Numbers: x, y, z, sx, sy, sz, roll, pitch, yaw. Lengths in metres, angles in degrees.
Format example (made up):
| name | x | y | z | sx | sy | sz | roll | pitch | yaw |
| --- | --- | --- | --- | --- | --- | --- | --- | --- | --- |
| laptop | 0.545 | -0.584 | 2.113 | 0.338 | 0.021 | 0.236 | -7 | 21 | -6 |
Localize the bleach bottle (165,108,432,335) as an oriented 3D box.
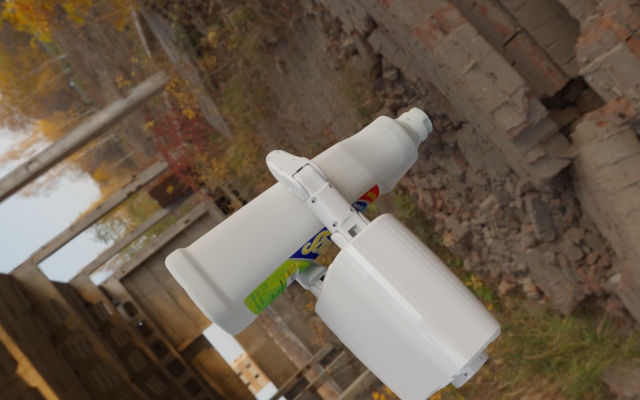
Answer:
| name | x | y | z | sx | sy | sz | roll | pitch | yaw |
| --- | --- | --- | --- | --- | --- | --- | --- | --- | --- |
| bleach bottle | 0.000 | 0.001 | 0.401 | 0.251 | 0.068 | 0.103 | -40 | -19 | -15 |
